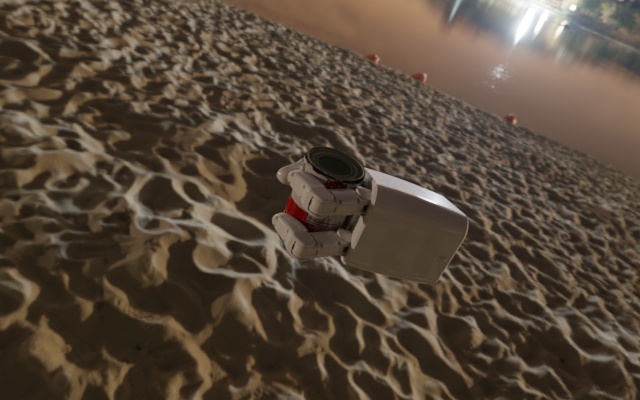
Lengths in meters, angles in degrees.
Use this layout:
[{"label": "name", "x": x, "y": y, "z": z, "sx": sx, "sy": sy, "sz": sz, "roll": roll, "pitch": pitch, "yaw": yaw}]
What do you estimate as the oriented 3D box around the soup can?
[{"label": "soup can", "x": 0.000, "y": 0.001, "z": 0.516, "sx": 0.068, "sy": 0.102, "sz": 0.068, "roll": 16, "pitch": 31, "yaw": -10}]
